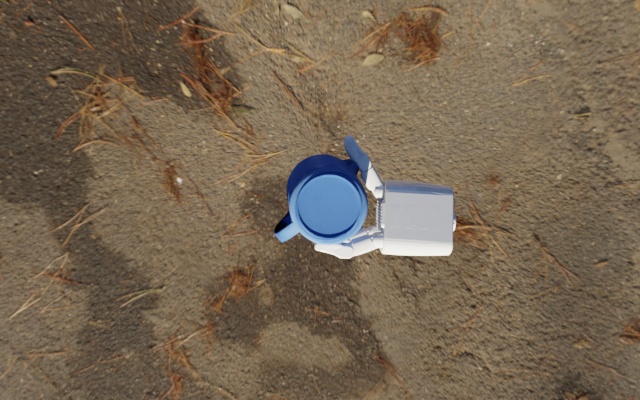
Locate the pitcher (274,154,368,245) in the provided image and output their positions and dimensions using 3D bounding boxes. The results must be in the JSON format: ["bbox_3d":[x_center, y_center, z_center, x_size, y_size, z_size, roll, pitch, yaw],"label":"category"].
[{"bbox_3d":[0.000,0.002,0.759,0.145,0.149,0.243,5,6,-2],"label":"pitcher"}]
